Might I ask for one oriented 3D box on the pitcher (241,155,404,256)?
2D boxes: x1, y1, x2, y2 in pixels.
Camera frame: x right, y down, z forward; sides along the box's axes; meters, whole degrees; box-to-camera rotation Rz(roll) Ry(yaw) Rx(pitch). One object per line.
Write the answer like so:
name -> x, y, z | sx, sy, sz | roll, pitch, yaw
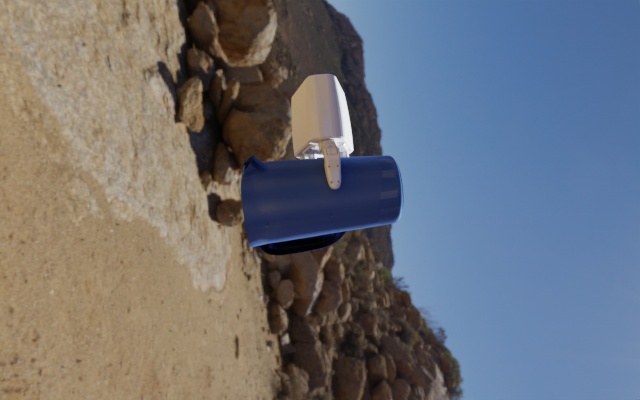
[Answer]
pitcher -> 0.000, 0.002, 0.751 | 0.243, 0.145, 0.149 | -6, -10, -3
